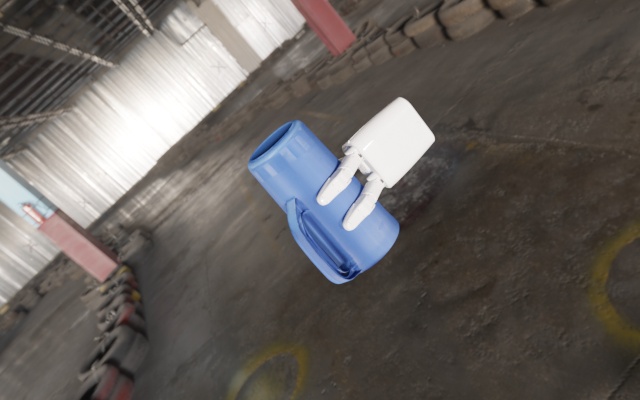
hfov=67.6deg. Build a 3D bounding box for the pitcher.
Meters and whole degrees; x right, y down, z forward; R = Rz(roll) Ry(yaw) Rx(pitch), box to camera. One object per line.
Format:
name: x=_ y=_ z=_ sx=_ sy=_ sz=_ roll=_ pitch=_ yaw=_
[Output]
pitcher: x=0.000 y=0.002 z=0.744 sx=0.145 sy=0.243 sz=0.149 roll=-44 pitch=19 yaw=-3
